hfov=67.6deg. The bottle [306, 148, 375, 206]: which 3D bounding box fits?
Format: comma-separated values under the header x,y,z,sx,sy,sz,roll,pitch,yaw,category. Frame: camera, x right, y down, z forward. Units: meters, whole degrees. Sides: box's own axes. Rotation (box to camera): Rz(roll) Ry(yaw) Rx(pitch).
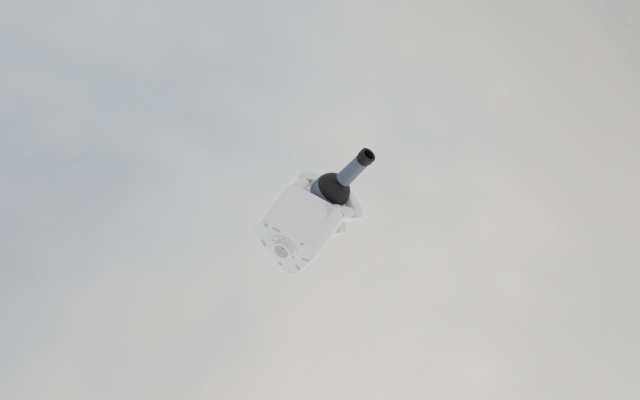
x,y,z,sx,sy,sz,roll,pitch,yaw,category
0.000,0.003,0.867,0.069,0.069,0.296,0,-32,-38,bottle
